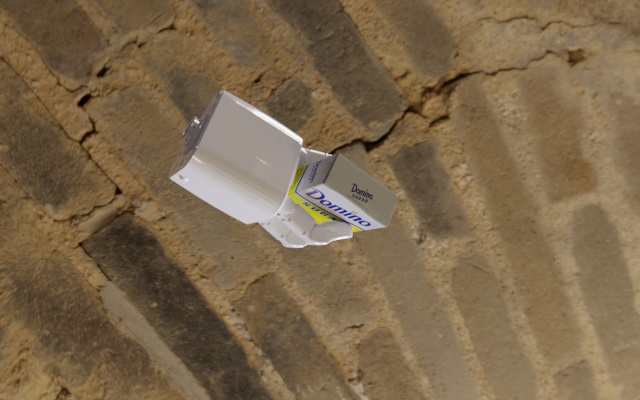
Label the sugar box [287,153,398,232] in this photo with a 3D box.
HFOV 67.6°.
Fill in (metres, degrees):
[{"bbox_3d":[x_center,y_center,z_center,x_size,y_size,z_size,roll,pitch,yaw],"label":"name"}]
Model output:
[{"bbox_3d":[0.000,0.002,0.574,0.093,0.048,0.176,34,-21,-22],"label":"sugar box"}]
